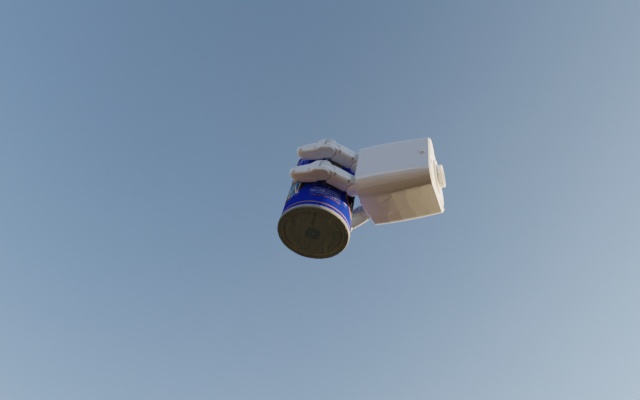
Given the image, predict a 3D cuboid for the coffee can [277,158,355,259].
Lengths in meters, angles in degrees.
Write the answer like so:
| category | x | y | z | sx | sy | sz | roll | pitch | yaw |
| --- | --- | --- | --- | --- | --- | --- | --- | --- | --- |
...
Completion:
| category | x | y | z | sx | sy | sz | roll | pitch | yaw |
| --- | --- | --- | --- | --- | --- | --- | --- | --- | --- |
| coffee can | 0.000 | 0.003 | 0.719 | 0.103 | 0.103 | 0.140 | 0 | 40 | 12 |
